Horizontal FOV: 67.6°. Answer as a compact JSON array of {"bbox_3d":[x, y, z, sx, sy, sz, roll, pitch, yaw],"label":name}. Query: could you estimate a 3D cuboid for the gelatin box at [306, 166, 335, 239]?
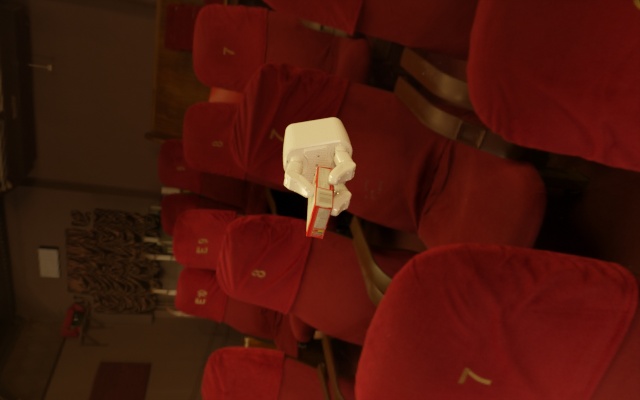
[{"bbox_3d":[0.000,0.003,0.744,0.030,0.089,0.073,10,-45,-7],"label":"gelatin box"}]
